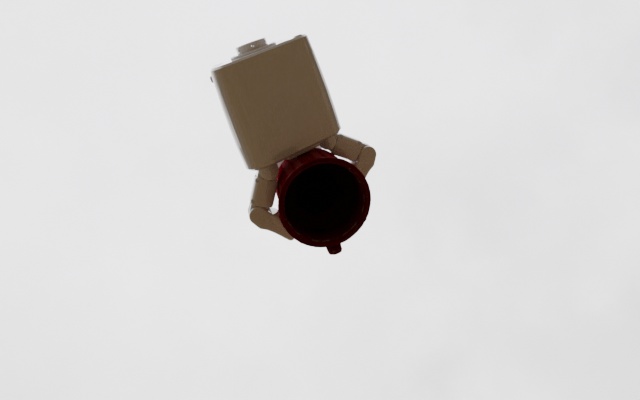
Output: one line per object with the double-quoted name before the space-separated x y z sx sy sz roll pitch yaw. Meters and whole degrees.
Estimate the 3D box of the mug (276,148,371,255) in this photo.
"mug" 0.001 0.003 0.506 0.093 0.117 0.081 -20 21 -5
